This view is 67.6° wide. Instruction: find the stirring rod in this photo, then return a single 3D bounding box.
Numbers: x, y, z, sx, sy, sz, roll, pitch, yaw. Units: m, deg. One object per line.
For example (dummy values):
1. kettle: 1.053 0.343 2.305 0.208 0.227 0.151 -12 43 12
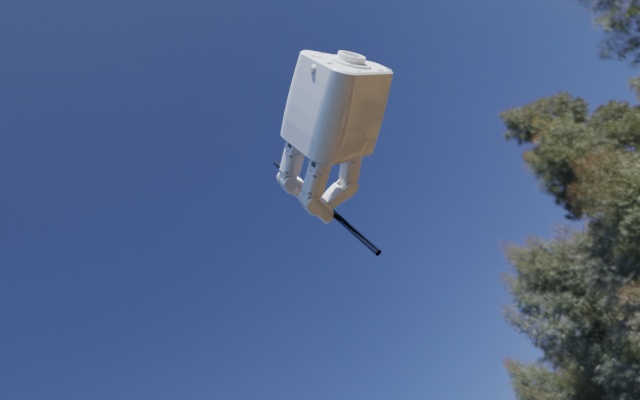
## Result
1. stirring rod: 0.000 0.002 0.625 0.011 0.011 0.239 0 29 -39
